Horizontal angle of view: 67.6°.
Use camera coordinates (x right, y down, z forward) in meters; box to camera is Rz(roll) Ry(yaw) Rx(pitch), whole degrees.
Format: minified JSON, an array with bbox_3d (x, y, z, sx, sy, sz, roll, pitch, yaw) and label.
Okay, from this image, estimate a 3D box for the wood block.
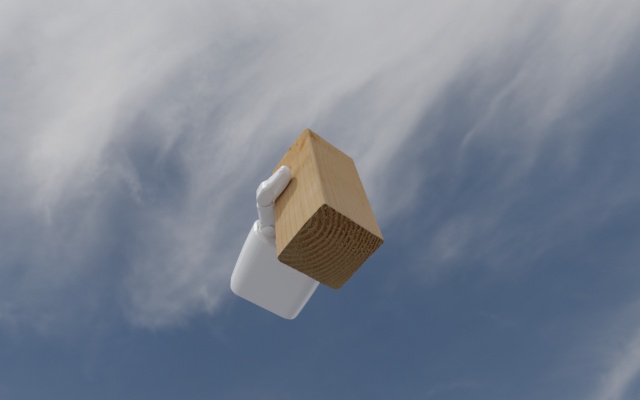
[{"bbox_3d":[0.000,0.002,0.615,0.091,0.090,0.206,31,22,-23],"label":"wood block"}]
